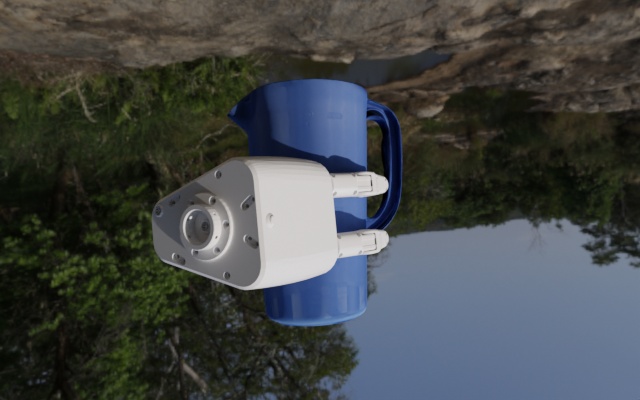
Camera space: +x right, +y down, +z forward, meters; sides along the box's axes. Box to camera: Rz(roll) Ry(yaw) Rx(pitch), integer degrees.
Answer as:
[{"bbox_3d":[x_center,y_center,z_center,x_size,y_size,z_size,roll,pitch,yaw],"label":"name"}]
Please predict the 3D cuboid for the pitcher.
[{"bbox_3d":[0.000,0.002,0.513,0.149,0.243,0.145,-4,-2,29],"label":"pitcher"}]
